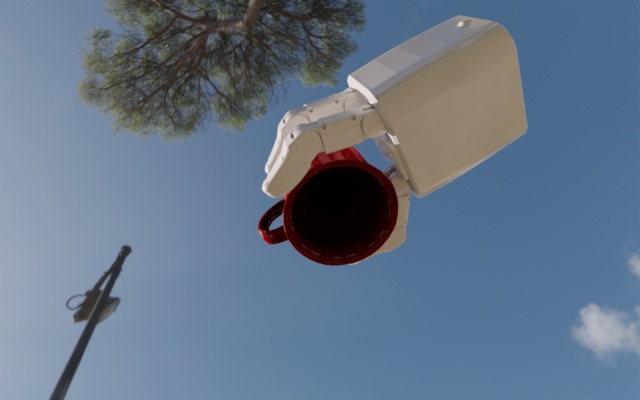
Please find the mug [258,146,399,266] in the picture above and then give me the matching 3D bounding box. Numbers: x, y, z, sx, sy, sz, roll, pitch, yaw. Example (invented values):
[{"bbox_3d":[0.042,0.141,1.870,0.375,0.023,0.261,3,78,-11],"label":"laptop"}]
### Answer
[{"bbox_3d":[-0.001,0.002,0.413,0.117,0.093,0.081,-28,25,3],"label":"mug"}]
